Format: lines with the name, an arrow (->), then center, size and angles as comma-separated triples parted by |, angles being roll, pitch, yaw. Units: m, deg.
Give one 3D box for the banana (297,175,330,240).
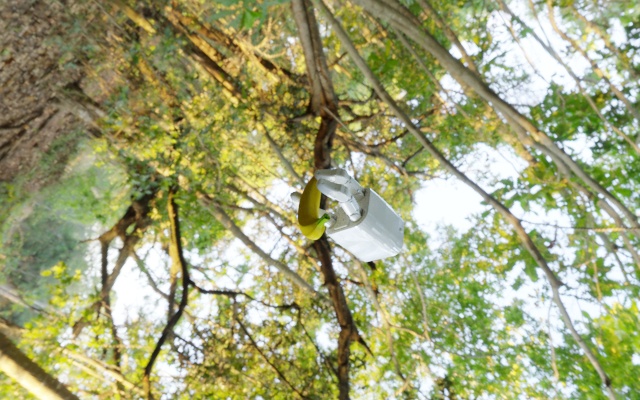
banana -> -0.012, 0.017, 0.818 | 0.037, 0.069, 0.197 | 38, 14, -19
